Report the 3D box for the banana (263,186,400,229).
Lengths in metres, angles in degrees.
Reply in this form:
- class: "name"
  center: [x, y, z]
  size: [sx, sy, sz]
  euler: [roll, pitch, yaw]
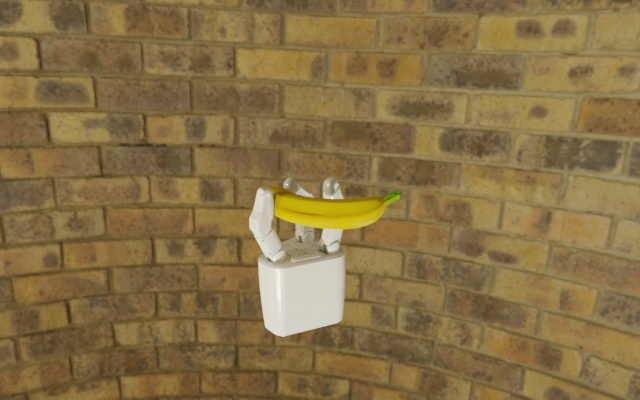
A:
- class: "banana"
  center: [-0.005, 0.008, 0.595]
  size: [0.198, 0.037, 0.069]
  euler: [5, 21, 26]
